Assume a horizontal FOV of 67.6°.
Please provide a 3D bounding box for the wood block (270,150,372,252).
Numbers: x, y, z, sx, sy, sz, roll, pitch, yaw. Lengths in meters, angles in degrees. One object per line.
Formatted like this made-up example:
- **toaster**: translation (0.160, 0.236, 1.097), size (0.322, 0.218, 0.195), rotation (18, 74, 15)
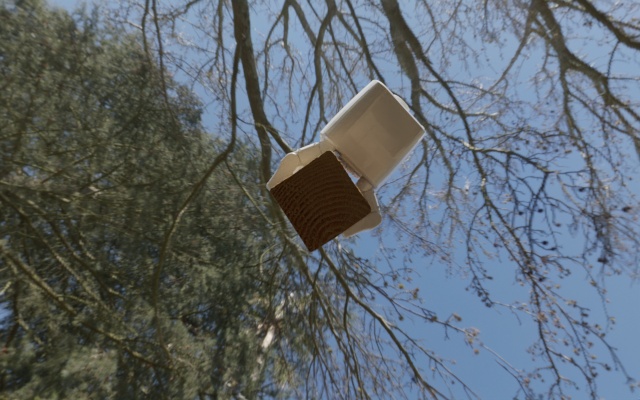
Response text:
- **wood block**: translation (0.001, 0.002, 0.654), size (0.090, 0.091, 0.206), rotation (-34, -1, 0)
